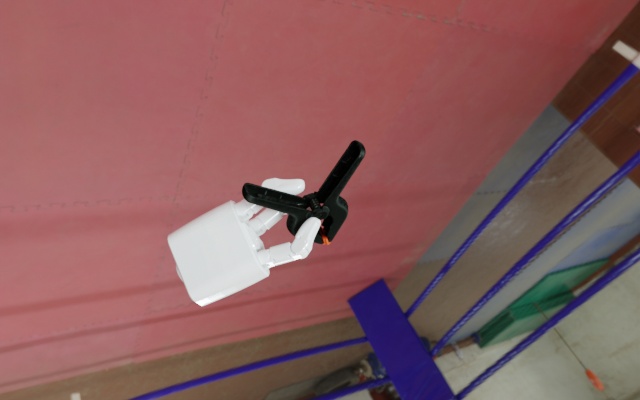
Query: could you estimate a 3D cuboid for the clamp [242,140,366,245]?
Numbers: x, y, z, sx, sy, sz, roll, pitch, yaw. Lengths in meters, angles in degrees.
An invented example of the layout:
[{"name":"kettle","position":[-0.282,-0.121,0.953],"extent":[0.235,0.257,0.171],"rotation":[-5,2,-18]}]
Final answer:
[{"name":"clamp","position":[0.000,0.003,0.673],"extent":[0.164,0.036,0.210],"rotation":[-25,-32,2]}]
